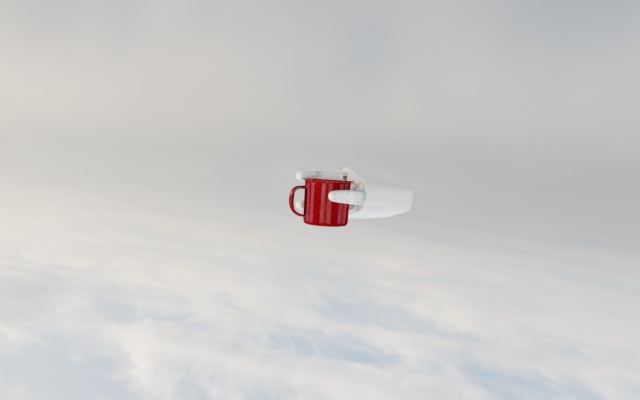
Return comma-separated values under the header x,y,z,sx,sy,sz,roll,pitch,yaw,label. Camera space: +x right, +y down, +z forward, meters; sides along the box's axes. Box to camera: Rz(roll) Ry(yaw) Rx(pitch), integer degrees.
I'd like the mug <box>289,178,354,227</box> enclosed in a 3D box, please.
x,y,z,sx,sy,sz,roll,pitch,yaw,label
-0.001,0.003,0.852,0.117,0.081,0.093,2,4,-23,mug
